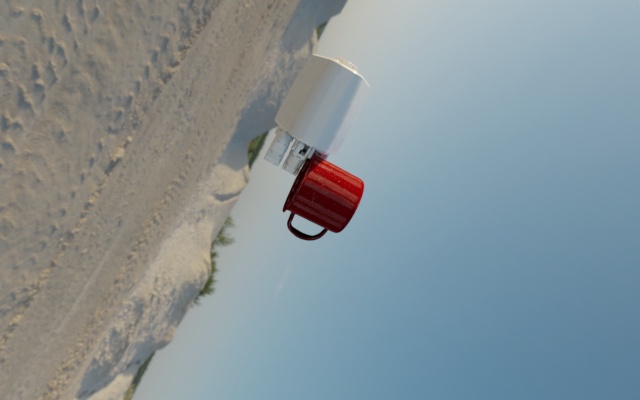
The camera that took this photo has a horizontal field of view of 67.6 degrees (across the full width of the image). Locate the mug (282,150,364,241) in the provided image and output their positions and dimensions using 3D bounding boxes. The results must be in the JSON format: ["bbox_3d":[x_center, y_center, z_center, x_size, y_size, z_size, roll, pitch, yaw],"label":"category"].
[{"bbox_3d":[0.000,0.003,0.640,0.081,0.117,0.093,27,11,-8],"label":"mug"}]
